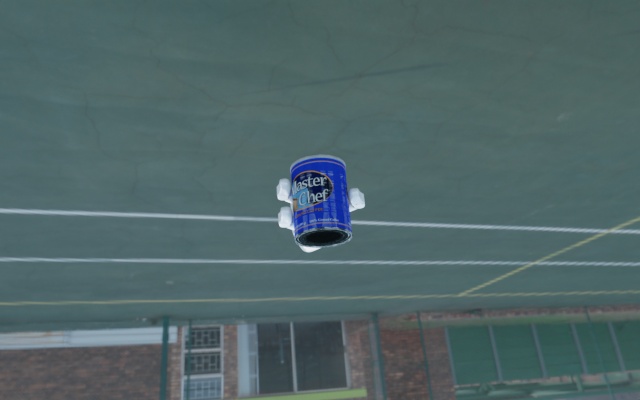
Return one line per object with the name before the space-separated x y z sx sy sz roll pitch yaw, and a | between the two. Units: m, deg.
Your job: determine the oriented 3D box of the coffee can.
coffee can | 0.000 0.003 0.855 0.103 0.140 0.103 -4 -23 -2
